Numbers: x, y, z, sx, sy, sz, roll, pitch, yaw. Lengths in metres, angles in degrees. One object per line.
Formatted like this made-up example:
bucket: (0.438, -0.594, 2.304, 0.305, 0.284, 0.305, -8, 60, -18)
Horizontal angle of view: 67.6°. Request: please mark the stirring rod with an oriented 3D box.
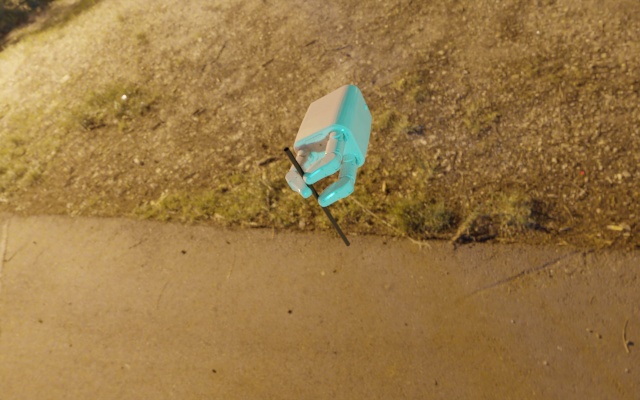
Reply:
stirring rod: (0.000, 0.002, 0.752, 0.011, 0.011, 0.240, 0, -38, 31)
